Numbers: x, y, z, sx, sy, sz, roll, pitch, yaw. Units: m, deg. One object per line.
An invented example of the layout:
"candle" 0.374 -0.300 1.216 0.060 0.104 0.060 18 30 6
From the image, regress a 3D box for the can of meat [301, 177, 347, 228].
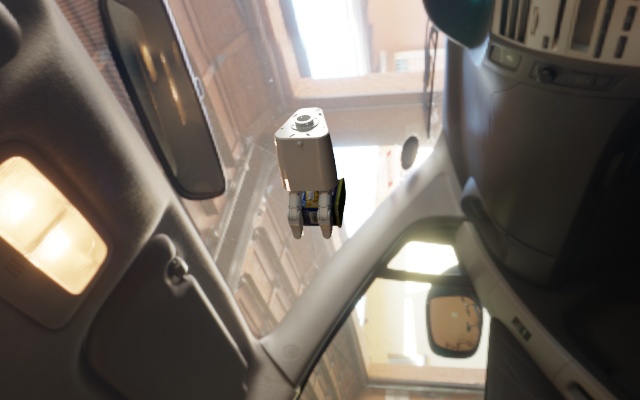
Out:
"can of meat" 0.000 0.003 0.882 0.084 0.057 0.102 0 42 12
